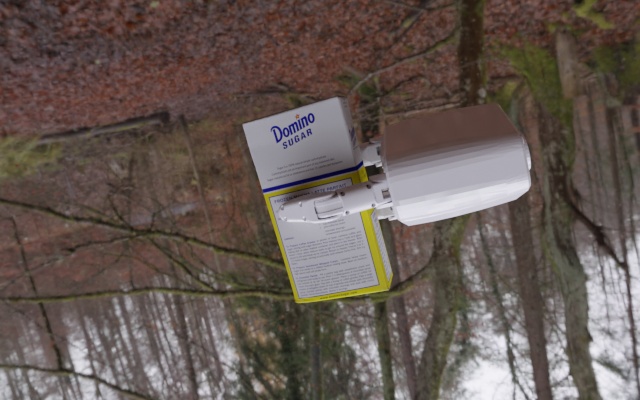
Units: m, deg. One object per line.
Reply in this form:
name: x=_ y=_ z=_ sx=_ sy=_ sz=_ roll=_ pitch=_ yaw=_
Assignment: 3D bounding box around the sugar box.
sugar box: x=0.000 y=0.001 z=0.439 sx=0.093 sy=0.176 sz=0.048 roll=-12 pitch=7 yaw=16
